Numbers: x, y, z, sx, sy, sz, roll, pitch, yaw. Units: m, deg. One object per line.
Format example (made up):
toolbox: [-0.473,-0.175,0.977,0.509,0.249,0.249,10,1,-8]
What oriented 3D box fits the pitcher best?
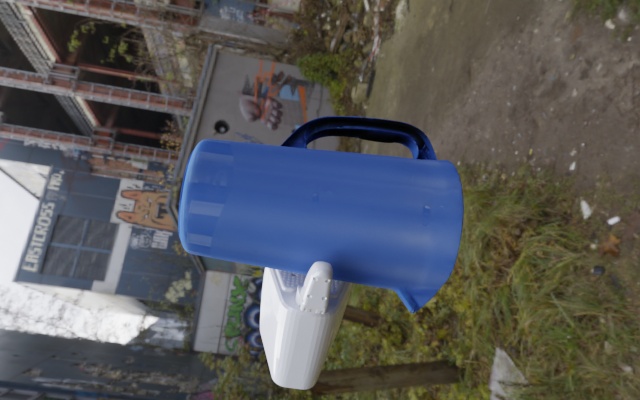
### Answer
pitcher: [0.000,0.002,0.456,0.243,0.145,0.149,8,27,-5]
